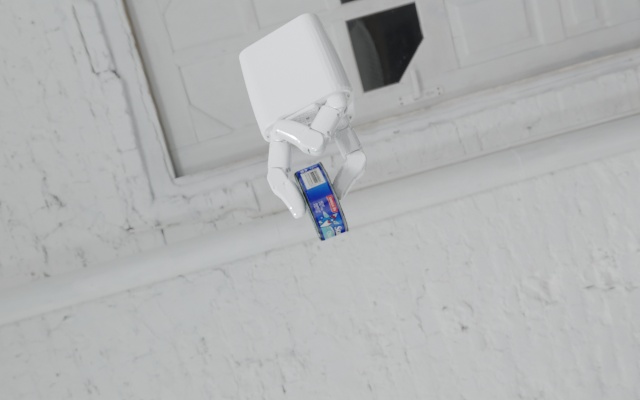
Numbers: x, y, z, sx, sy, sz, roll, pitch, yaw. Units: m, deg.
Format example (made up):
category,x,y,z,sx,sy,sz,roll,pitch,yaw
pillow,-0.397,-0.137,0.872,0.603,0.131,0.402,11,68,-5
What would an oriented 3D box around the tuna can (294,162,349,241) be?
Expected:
category,x,y,z,sx,sy,sz,roll,pitch,yaw
tuna can,0.000,0.002,0.541,0.034,0.086,0.086,-22,1,-3
